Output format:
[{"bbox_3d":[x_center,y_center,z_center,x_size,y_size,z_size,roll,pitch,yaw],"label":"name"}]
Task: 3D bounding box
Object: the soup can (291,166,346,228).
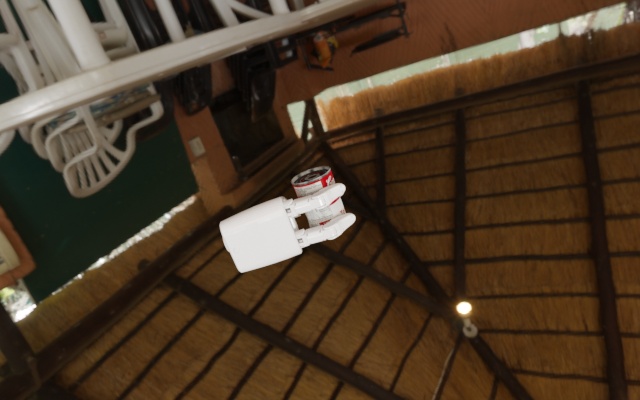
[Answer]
[{"bbox_3d":[0.001,0.003,0.795,0.068,0.102,0.068,-18,19,6],"label":"soup can"}]
